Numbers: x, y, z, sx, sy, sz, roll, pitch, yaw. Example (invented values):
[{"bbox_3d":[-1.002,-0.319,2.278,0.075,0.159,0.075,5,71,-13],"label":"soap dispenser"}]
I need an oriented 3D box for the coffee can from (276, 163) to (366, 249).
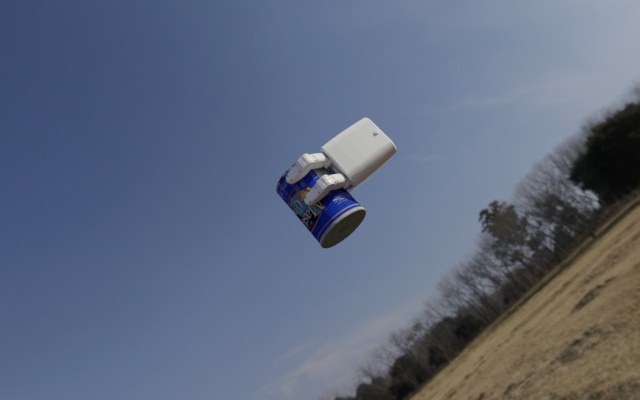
[{"bbox_3d":[0.000,0.003,0.879,0.103,0.140,0.103,-34,-22,-16],"label":"coffee can"}]
